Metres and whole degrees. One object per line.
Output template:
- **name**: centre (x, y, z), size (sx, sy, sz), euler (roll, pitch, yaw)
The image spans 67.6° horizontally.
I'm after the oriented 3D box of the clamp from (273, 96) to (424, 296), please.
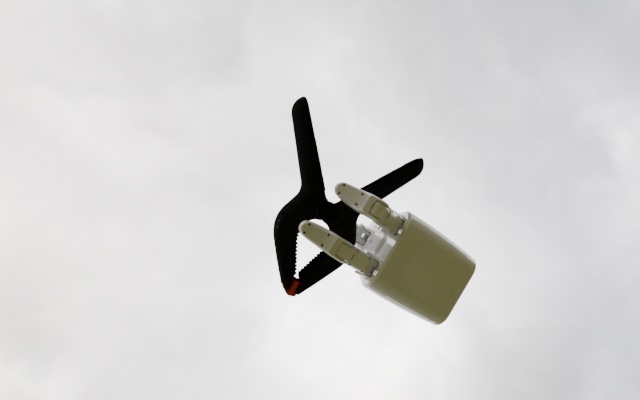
- **clamp**: centre (0.000, 0.002, 0.530), size (0.164, 0.210, 0.036), euler (32, -3, -12)
